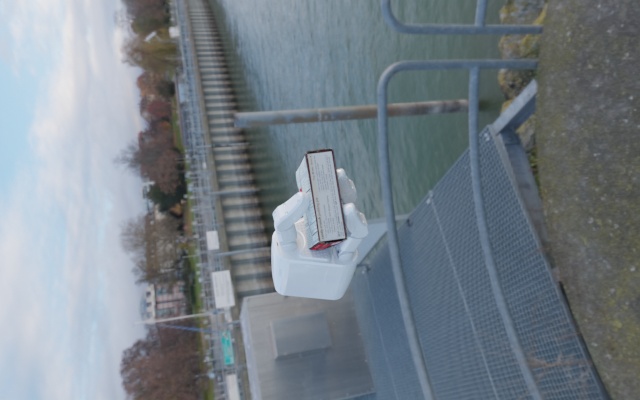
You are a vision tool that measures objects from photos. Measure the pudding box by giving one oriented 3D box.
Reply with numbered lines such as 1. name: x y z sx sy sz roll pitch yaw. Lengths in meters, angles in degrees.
1. pudding box: 0.000 0.002 0.593 0.039 0.113 0.090 -9 -9 -12
